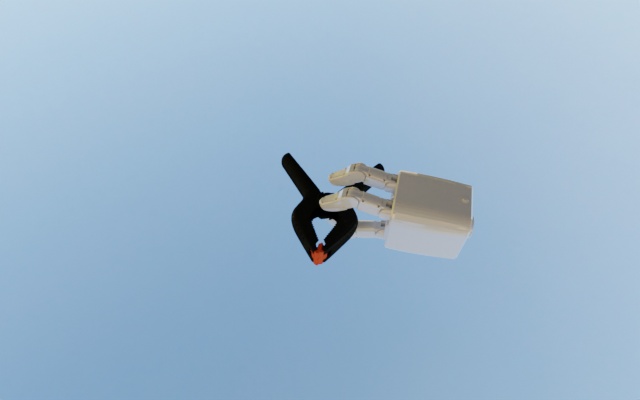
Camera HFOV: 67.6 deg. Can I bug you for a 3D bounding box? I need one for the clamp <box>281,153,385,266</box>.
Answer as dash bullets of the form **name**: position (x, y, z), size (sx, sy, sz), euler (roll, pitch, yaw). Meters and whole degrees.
- **clamp**: position (0.000, 0.003, 0.704), size (0.164, 0.036, 0.209), euler (11, 46, 8)
